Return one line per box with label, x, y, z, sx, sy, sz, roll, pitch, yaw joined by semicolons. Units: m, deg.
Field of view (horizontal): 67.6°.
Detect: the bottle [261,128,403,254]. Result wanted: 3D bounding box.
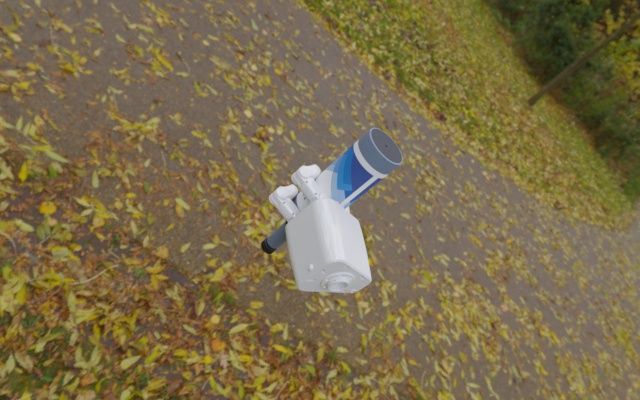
bottle;0.000;0.002;0.758;0.069;0.069;0.296;0;-33;-50
